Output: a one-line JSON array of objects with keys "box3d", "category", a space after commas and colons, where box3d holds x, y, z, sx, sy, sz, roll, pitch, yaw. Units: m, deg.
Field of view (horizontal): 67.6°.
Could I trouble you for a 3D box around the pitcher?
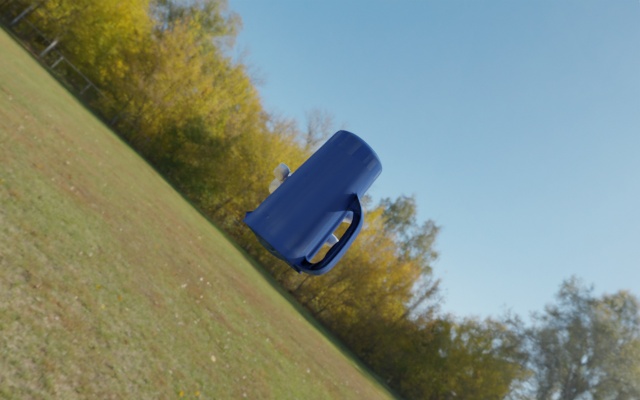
[{"box3d": [0.000, 0.003, 0.819, 0.149, 0.243, 0.145, 45, -10, -13], "category": "pitcher"}]
